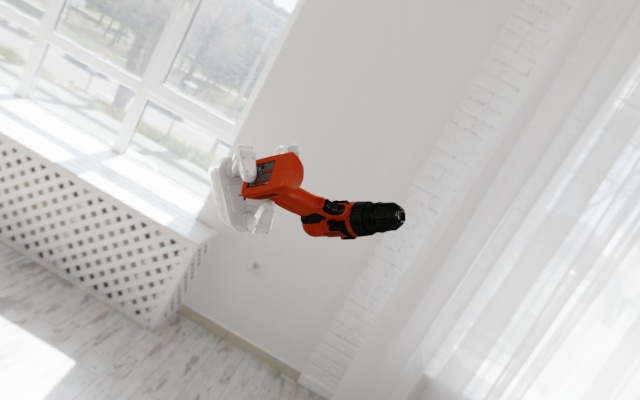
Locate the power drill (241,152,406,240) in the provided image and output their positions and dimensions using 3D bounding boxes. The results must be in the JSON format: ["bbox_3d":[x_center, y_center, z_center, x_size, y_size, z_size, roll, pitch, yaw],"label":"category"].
[{"bbox_3d":[0.000,0.002,0.662,0.184,0.057,0.188,-9,-32,44],"label":"power drill"}]
